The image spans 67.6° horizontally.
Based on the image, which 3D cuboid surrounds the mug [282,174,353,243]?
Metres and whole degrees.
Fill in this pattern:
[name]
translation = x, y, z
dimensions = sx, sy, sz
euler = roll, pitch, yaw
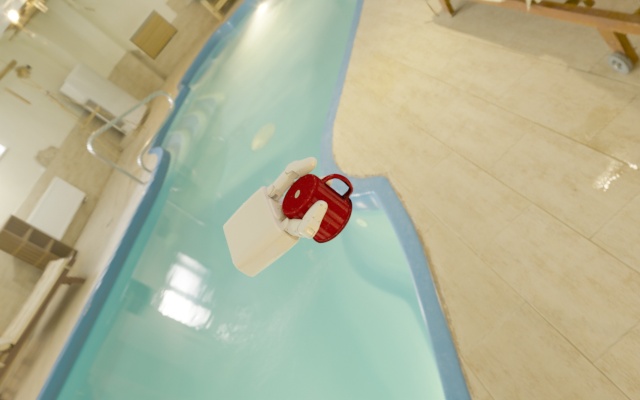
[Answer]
[mug]
translation = 0.001, 0.002, 0.775
dimensions = 0.081, 0.117, 0.093
euler = 38, 22, -30
